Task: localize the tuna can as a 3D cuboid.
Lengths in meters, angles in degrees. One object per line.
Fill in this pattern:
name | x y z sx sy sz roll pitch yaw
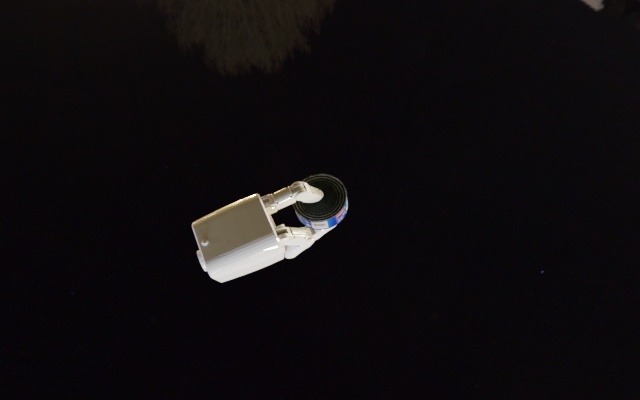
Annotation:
tuna can | 0.000 0.003 0.753 0.086 0.086 0.034 0 -30 9
